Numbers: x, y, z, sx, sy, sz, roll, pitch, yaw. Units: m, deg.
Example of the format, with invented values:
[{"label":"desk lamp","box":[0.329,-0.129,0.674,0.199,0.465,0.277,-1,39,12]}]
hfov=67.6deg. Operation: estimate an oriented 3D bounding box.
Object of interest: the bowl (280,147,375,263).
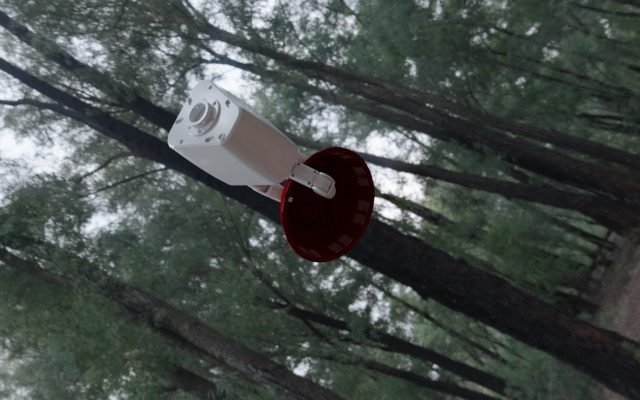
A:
[{"label":"bowl","box":[0.001,0.003,0.669,0.162,0.162,0.055,0,12,-38]}]
